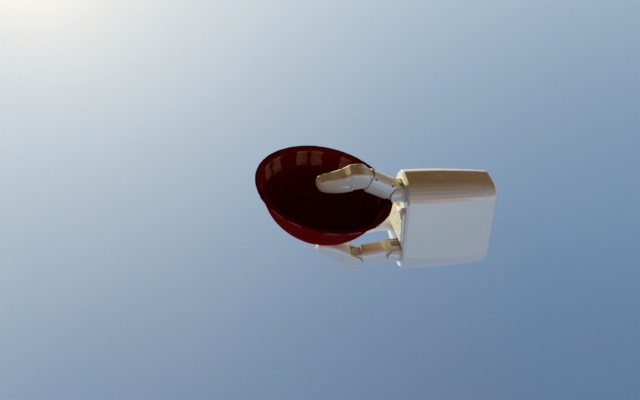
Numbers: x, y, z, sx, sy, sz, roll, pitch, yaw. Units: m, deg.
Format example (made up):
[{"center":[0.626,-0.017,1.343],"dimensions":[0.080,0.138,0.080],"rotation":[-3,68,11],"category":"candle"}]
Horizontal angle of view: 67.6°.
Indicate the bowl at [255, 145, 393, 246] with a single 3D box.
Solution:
[{"center":[-0.001,0.002,0.563],"dimensions":[0.162,0.055,0.162],"rotation":[9,39,-7],"category":"bowl"}]
